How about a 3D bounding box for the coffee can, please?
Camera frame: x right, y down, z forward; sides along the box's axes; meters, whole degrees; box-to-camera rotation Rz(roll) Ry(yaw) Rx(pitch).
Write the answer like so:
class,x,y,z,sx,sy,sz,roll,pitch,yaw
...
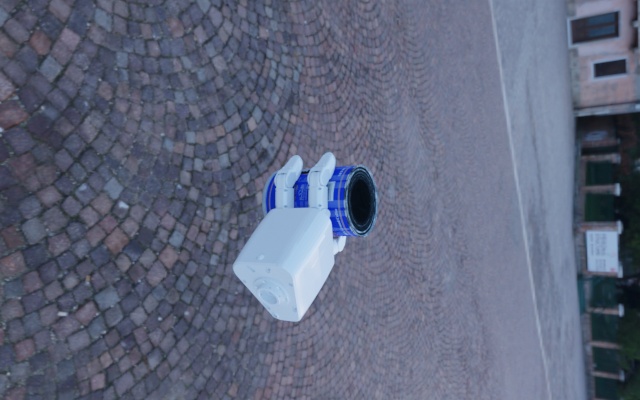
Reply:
class,x,y,z,sx,sy,sz,roll,pitch,yaw
coffee can,0.000,0.002,0.705,0.140,0.103,0.103,-2,-1,31
